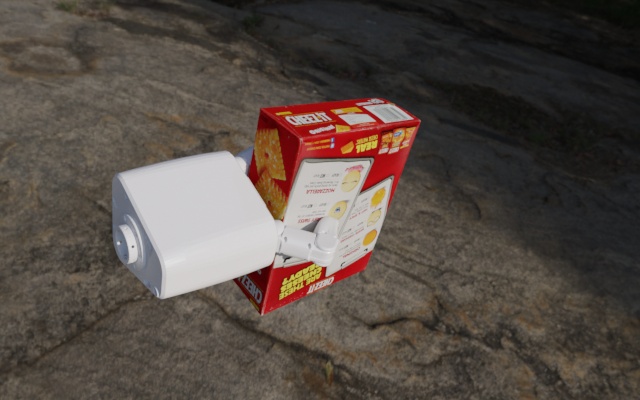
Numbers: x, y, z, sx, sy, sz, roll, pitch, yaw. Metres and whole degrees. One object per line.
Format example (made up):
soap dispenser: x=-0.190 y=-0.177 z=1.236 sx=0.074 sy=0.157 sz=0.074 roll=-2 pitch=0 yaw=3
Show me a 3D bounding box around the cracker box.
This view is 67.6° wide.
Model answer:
cracker box: x=0.000 y=0.002 z=0.515 sx=0.164 sy=0.214 sz=0.072 roll=-16 pitch=44 yaw=-39
